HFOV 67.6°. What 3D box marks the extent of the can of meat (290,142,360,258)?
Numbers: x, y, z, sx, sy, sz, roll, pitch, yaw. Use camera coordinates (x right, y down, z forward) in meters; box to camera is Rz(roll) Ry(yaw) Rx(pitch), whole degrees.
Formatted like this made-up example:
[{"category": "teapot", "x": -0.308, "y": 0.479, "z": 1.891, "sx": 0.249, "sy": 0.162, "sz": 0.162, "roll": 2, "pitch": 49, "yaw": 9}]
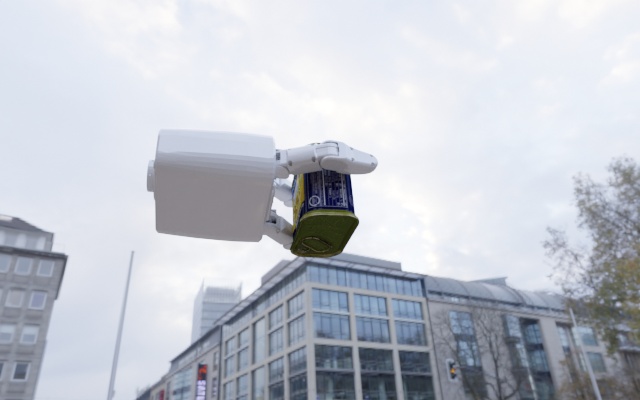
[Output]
[{"category": "can of meat", "x": 0.000, "y": 0.001, "z": 0.496, "sx": 0.057, "sy": 0.084, "sz": 0.102, "roll": 2, "pitch": -29, "yaw": -11}]
